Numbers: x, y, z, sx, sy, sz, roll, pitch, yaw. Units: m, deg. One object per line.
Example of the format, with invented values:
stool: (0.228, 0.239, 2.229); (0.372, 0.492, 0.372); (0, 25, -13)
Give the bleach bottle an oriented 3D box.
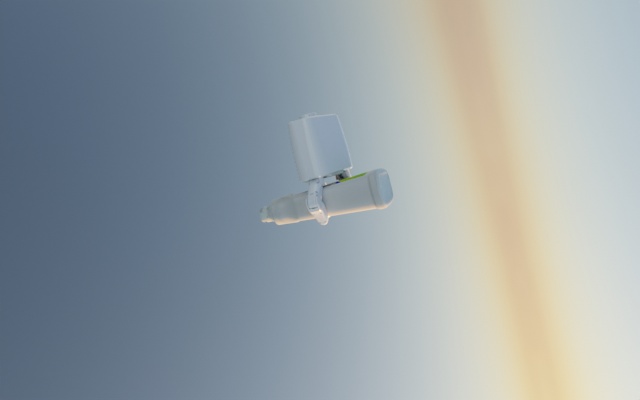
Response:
bleach bottle: (0.000, 0.003, 0.870); (0.251, 0.068, 0.102); (-13, 4, 20)
